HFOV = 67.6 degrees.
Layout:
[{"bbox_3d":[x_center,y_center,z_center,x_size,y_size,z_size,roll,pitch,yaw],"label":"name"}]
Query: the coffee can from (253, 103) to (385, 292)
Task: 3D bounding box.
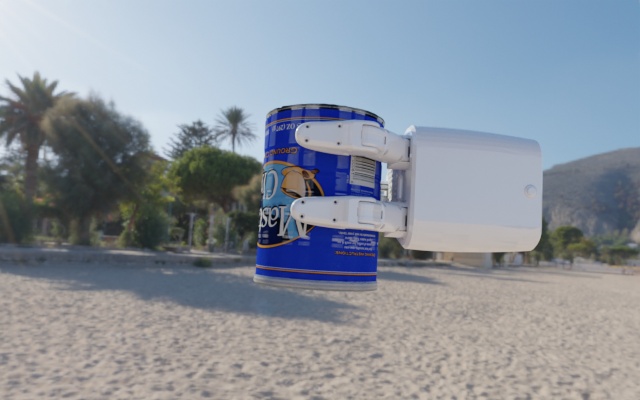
[{"bbox_3d":[0.000,0.001,0.404,0.103,0.140,0.103,3,-6,0],"label":"coffee can"}]
